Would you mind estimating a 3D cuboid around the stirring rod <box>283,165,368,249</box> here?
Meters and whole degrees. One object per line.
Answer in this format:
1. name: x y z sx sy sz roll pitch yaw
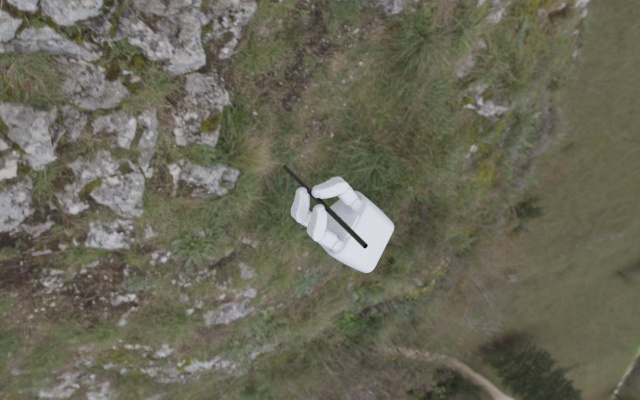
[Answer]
1. stirring rod: 0.000 0.002 0.734 0.011 0.011 0.239 0 30 -36
